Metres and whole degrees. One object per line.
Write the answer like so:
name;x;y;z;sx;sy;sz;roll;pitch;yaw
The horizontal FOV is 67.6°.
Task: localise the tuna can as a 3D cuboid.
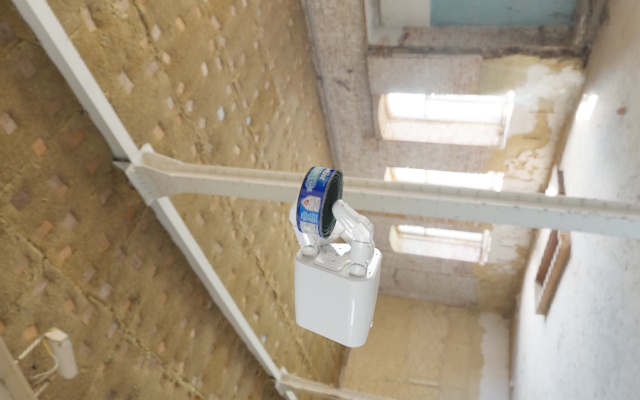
tuna can;0.000;0.002;0.582;0.034;0.086;0.086;12;3;15
